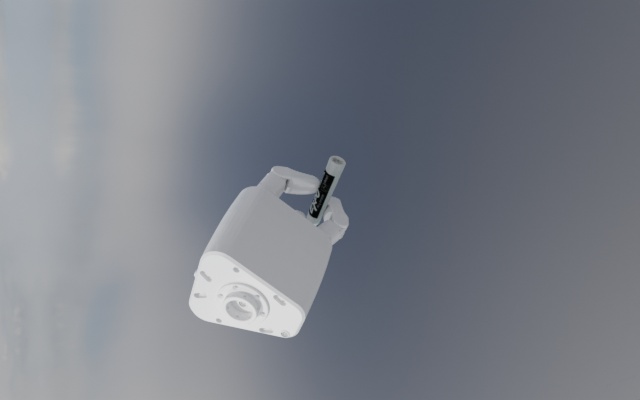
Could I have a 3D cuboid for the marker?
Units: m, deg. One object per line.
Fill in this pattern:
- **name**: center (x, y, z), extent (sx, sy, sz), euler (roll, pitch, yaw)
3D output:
- **marker**: center (0.000, 0.002, 0.556), extent (0.020, 0.121, 0.020), euler (15, 36, -11)
